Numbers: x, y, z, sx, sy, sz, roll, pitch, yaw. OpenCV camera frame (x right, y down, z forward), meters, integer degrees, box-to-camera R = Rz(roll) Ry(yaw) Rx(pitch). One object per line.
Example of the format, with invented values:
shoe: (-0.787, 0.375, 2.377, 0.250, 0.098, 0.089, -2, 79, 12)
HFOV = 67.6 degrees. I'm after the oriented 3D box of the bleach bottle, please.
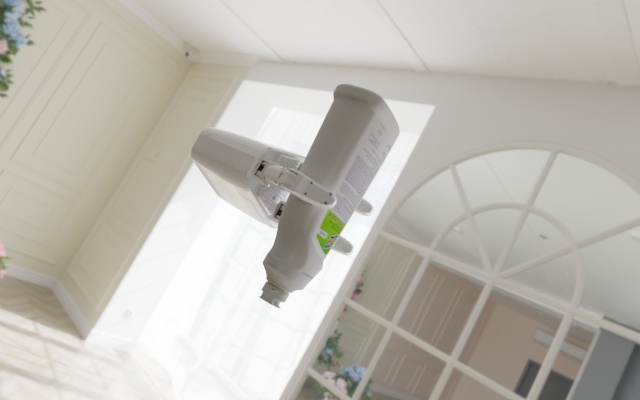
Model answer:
bleach bottle: (0.000, 0.002, 0.539, 0.068, 0.251, 0.103, 24, -9, 32)
